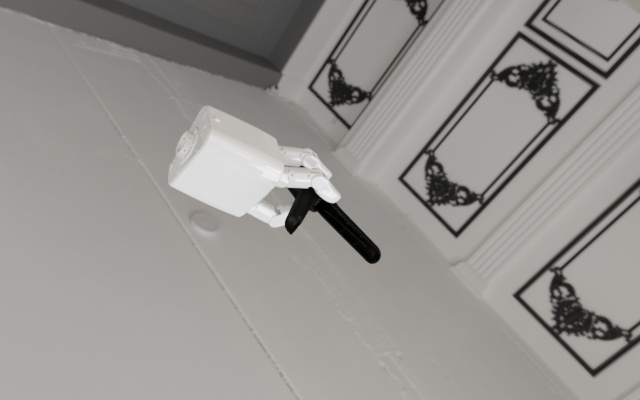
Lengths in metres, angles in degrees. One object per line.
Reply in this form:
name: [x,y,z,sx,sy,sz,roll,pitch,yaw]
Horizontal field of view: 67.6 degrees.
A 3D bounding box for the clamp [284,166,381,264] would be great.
clamp: [-0.001,0.002,0.681,0.164,0.036,0.209,29,24,-33]
